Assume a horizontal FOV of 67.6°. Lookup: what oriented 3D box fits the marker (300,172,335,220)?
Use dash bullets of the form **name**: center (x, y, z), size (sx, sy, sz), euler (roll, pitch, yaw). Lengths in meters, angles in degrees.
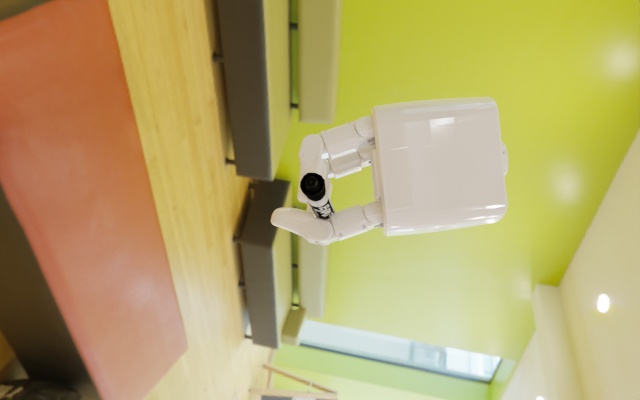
- **marker**: center (0.000, 0.001, 0.402), size (0.020, 0.020, 0.121), euler (0, -14, 7)
